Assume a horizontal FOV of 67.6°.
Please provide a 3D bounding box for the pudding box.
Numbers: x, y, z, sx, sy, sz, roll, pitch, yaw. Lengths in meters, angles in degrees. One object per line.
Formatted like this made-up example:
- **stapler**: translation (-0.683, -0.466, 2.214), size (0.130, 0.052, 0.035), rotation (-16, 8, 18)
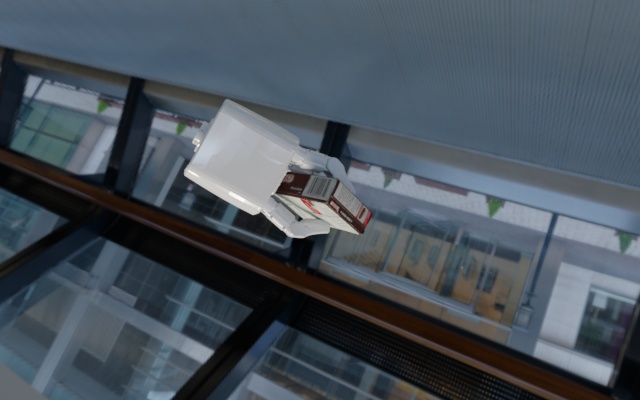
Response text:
- **pudding box**: translation (0.000, 0.002, 0.640), size (0.113, 0.039, 0.090), rotation (13, -20, 45)
